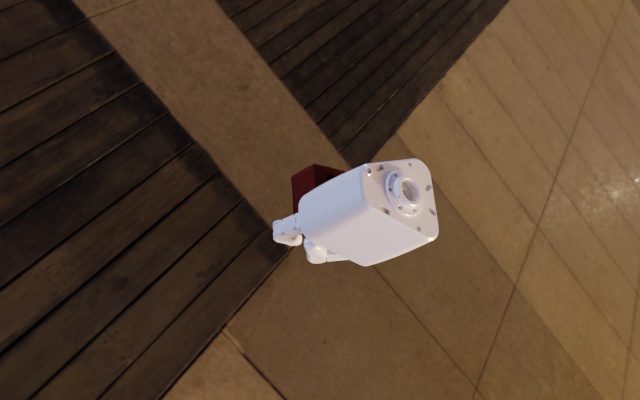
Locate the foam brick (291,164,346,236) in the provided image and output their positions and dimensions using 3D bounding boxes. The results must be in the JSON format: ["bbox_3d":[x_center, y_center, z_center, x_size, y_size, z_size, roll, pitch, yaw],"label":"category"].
[{"bbox_3d":[0.000,0.002,0.587,0.053,0.078,0.051,10,-25,-34],"label":"foam brick"}]
